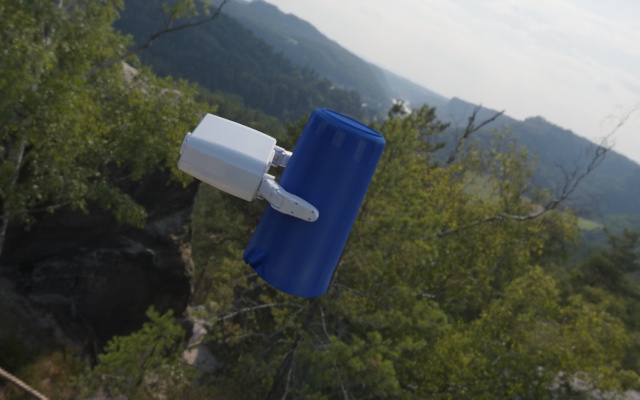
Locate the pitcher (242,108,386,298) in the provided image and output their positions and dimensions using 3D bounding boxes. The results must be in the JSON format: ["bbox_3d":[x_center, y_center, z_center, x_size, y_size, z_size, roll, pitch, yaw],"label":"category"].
[{"bbox_3d":[0.000,0.002,0.675,0.145,0.243,0.149,22,15,-8],"label":"pitcher"}]
